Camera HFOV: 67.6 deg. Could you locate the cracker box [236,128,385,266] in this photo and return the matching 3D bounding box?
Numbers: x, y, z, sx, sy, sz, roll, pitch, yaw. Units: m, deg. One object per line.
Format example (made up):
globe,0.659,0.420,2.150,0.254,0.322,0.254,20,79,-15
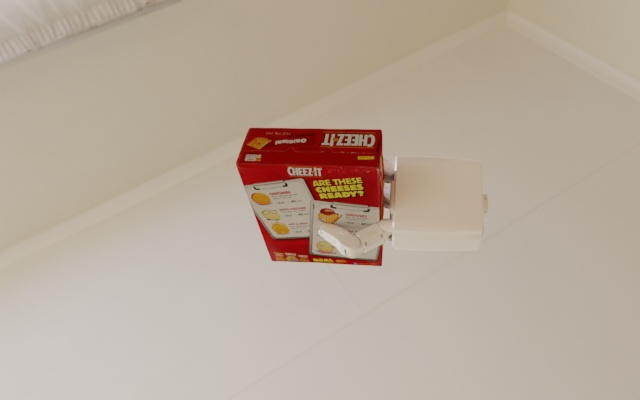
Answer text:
cracker box,0.000,0.002,0.624,0.164,0.072,0.214,2,-38,10
